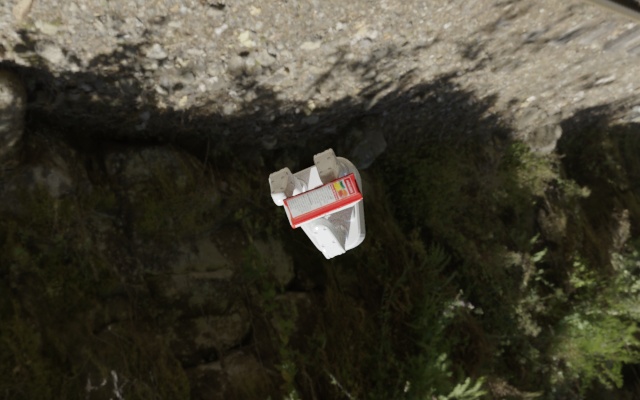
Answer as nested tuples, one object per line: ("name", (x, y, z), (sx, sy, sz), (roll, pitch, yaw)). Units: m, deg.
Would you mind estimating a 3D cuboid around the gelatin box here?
("gelatin box", (0.000, 0.002, 0.491), (0.073, 0.030, 0.089), (-21, -3, -4))
